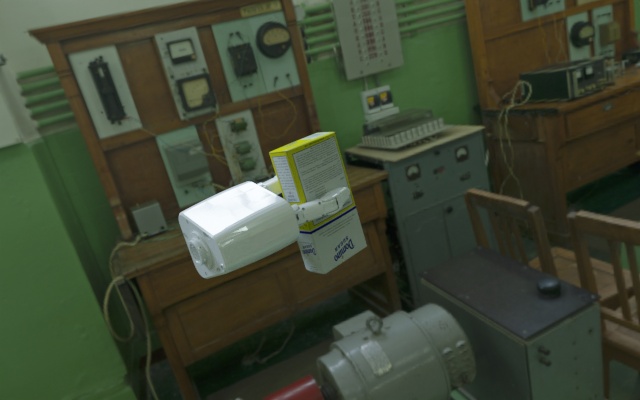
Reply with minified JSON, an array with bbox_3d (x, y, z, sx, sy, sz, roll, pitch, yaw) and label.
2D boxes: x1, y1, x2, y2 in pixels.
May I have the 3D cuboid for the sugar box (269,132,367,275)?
[{"bbox_3d":[0.000,0.002,0.658,0.093,0.176,0.048,-27,21,-37],"label":"sugar box"}]
